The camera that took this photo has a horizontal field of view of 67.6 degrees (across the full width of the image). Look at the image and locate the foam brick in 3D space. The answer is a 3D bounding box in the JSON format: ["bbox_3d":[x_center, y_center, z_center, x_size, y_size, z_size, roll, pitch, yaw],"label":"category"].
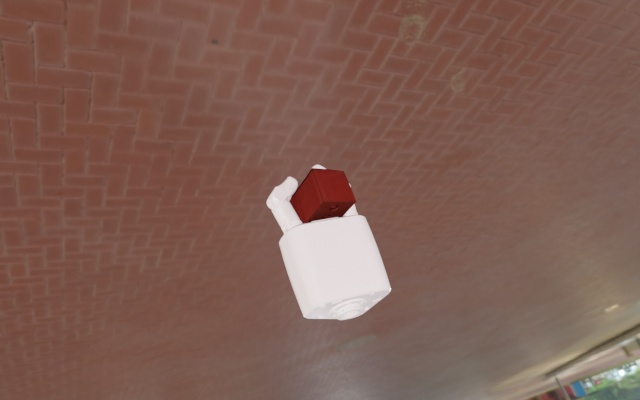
[{"bbox_3d":[0.000,0.002,0.626,0.053,0.051,0.078,1,-35,-33],"label":"foam brick"}]
